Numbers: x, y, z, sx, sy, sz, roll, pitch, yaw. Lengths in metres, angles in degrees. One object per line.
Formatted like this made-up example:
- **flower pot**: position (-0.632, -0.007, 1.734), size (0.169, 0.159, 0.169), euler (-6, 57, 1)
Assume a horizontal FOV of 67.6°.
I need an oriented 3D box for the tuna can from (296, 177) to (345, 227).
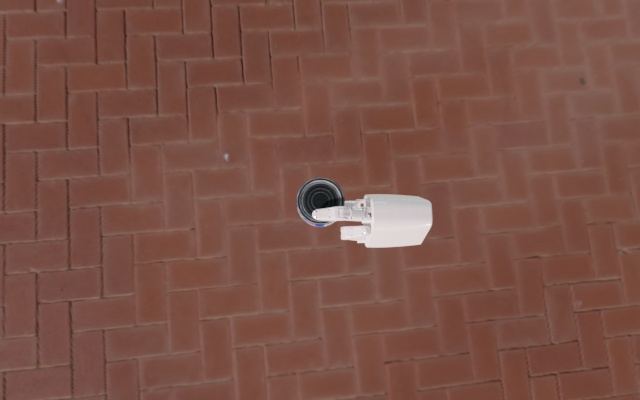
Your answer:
- **tuna can**: position (0.000, 0.003, 0.842), size (0.086, 0.086, 0.034), euler (0, -8, 0)
